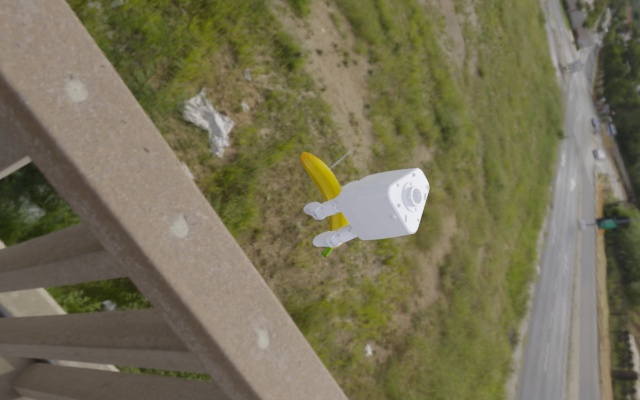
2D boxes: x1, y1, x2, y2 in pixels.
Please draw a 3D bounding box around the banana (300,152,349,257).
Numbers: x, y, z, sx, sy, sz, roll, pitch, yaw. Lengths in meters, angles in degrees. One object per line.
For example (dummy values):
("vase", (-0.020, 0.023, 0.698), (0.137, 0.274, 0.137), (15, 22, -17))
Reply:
("banana", (0.015, 0.001, 0.881), (0.069, 0.198, 0.037), (-18, 7, -36))
